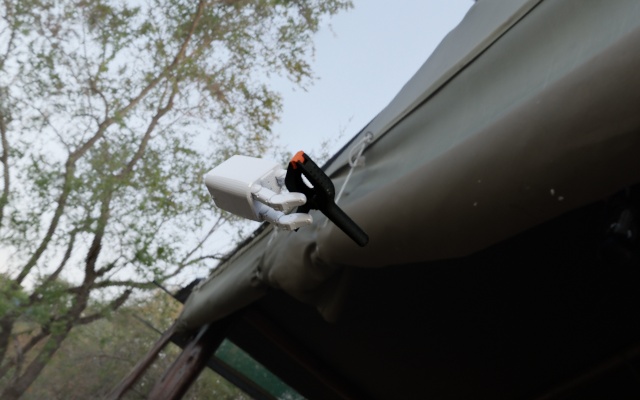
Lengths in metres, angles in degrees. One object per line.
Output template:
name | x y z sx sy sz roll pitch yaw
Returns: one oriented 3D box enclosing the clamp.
clamp | 0.000 0.002 0.838 0.164 0.036 0.210 14 -38 26
